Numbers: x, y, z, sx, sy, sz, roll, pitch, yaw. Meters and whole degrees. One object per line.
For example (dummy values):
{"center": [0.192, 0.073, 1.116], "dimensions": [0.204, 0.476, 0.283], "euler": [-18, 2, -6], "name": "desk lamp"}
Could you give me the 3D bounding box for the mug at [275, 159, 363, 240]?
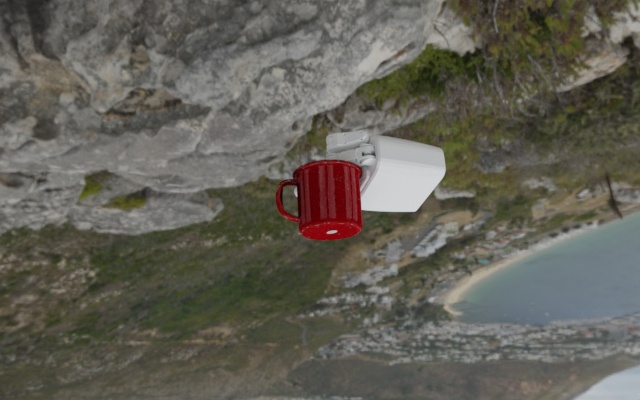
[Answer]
{"center": [-0.001, 0.002, 0.613], "dimensions": [0.117, 0.081, 0.093], "euler": [5, -21, -20], "name": "mug"}
